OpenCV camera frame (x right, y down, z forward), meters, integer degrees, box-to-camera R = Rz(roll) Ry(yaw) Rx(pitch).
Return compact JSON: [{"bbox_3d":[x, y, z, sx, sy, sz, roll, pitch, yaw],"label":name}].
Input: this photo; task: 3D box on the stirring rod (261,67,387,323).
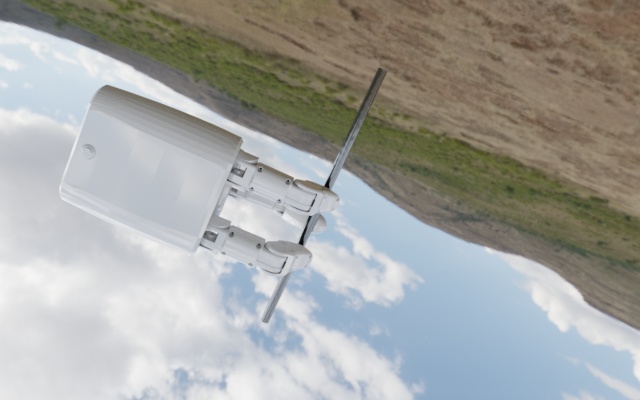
[{"bbox_3d":[0.000,0.001,0.408,0.011,0.239,0.011,24,11,-5],"label":"stirring rod"}]
